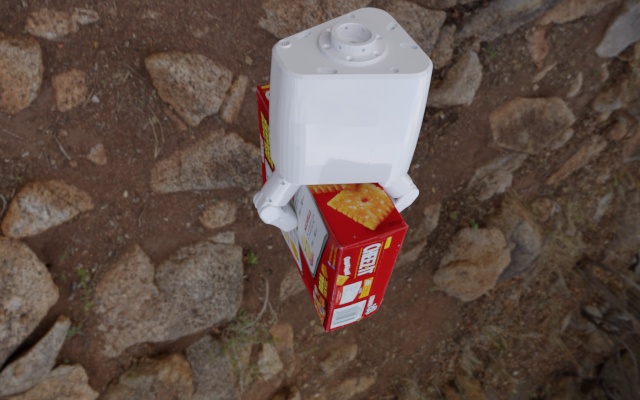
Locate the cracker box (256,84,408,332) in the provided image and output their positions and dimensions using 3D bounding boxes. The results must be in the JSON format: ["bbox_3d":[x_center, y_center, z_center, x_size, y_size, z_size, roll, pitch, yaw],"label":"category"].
[{"bbox_3d":[0.000,0.002,0.499,0.072,0.213,0.164,-16,-36,-16],"label":"cracker box"}]
